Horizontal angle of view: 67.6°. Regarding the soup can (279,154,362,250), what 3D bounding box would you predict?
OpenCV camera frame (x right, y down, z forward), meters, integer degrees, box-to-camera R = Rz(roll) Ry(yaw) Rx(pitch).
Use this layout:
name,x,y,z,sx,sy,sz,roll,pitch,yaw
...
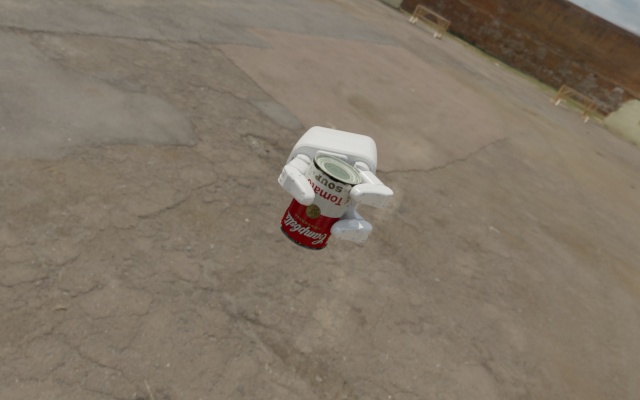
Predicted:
name,x,y,z,sx,sy,sz,roll,pitch,yaw
soup can,0.000,0.002,0.594,0.068,0.102,0.068,23,25,-12
